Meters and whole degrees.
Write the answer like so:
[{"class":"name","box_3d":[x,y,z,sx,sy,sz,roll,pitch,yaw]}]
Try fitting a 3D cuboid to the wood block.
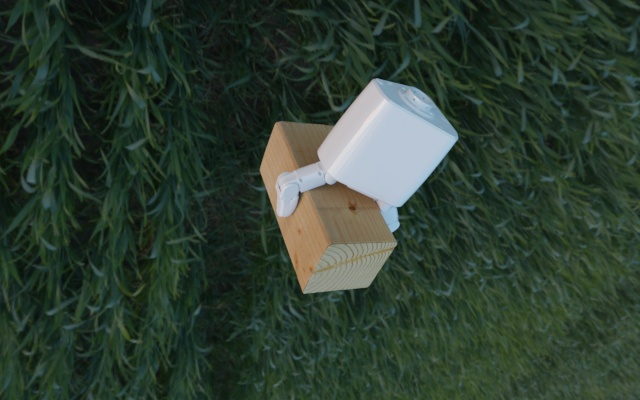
[{"class":"wood block","box_3d":[0.000,0.002,0.597,0.091,0.206,0.090,0,-44,-27]}]
